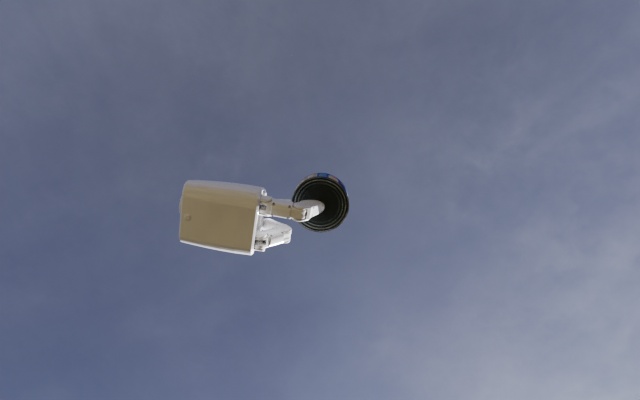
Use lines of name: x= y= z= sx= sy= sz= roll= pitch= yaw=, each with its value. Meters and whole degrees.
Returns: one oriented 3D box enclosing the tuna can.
tuna can: x=0.000 y=0.002 z=0.718 sx=0.086 sy=0.086 sz=0.033 roll=0 pitch=16 yaw=2
